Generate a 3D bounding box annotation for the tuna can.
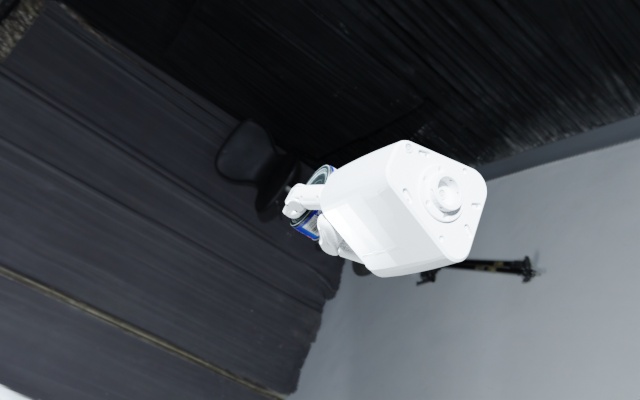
[{"bbox_3d":[0.000,0.002,0.559,0.034,0.086,0.086,31,-10,-16],"label":"tuna can"}]
